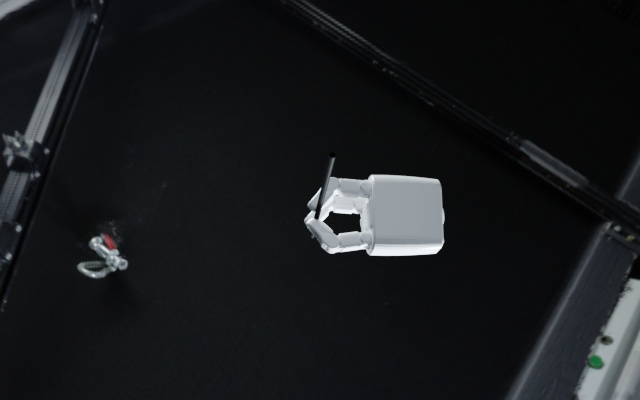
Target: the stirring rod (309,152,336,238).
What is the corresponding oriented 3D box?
[{"bbox_3d":[0.000,0.002,0.654,0.011,0.011,0.240,0,-27,-7],"label":"stirring rod"}]
